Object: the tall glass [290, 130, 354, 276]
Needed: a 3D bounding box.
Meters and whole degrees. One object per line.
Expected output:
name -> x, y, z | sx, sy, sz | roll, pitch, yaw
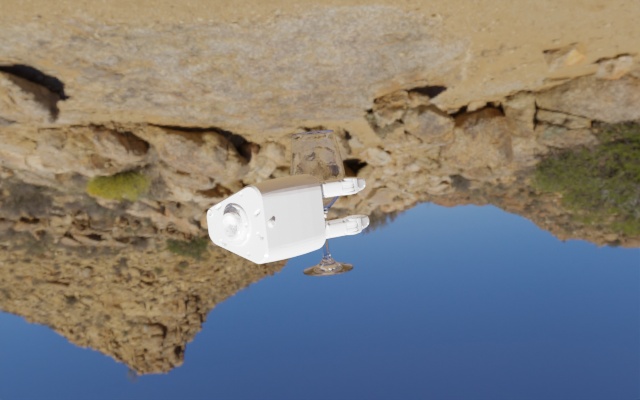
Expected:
tall glass -> 0.000, 0.003, 0.686 | 0.079, 0.201, 0.079 | -6, 4, 0
